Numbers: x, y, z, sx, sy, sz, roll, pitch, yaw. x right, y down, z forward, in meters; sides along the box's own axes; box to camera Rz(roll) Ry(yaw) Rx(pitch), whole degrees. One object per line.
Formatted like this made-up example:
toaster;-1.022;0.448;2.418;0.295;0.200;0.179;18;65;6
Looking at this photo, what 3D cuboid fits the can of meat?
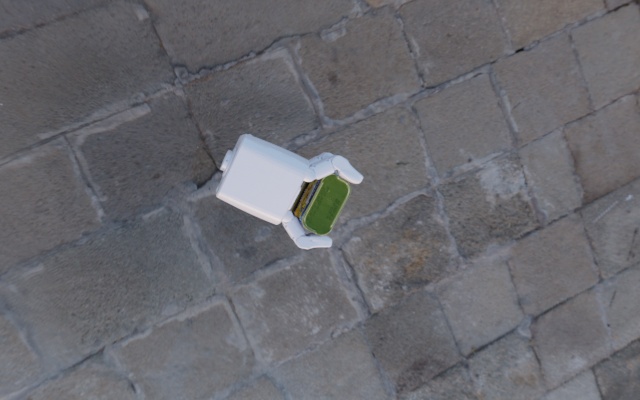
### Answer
can of meat;0.000;0.003;0.770;0.057;0.102;0.084;27;-1;-15
